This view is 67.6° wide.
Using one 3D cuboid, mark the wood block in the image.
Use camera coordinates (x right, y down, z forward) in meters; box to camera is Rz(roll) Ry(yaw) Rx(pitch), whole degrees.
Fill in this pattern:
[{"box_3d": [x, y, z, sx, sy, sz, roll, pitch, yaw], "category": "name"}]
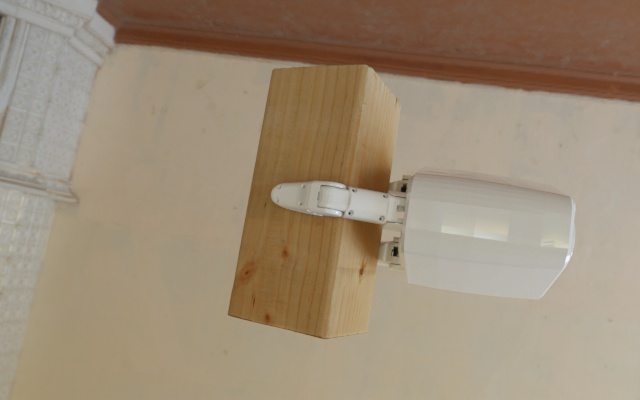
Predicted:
[{"box_3d": [0.000, 0.001, 0.405, 0.090, 0.206, 0.091, 6, -8, 27], "category": "wood block"}]
